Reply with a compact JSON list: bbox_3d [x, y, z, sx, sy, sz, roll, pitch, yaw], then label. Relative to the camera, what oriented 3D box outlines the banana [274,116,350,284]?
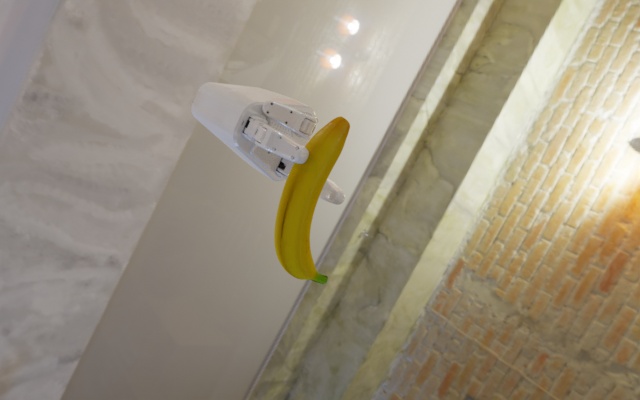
[{"bbox_3d":[-0.014,0.008,0.500,0.069,0.198,0.037,-15,35,-40],"label":"banana"}]
